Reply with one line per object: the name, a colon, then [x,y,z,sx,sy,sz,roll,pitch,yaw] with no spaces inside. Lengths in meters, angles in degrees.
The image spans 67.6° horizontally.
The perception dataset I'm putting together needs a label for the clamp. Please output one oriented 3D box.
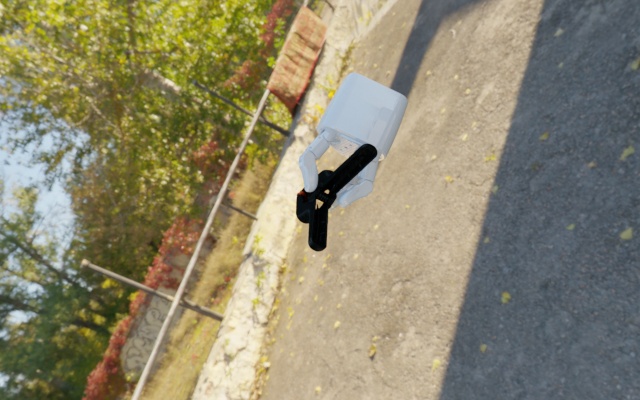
clamp: [-0.001,0.002,0.723,0.036,0.164,0.210,33,-16,-16]
